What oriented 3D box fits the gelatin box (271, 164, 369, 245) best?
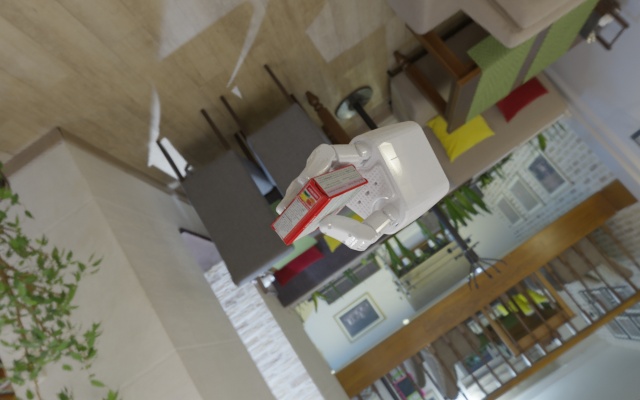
[{"bbox_3d":[0.000,0.002,0.489,0.073,0.030,0.089,-47,-12,31],"label":"gelatin box"}]
